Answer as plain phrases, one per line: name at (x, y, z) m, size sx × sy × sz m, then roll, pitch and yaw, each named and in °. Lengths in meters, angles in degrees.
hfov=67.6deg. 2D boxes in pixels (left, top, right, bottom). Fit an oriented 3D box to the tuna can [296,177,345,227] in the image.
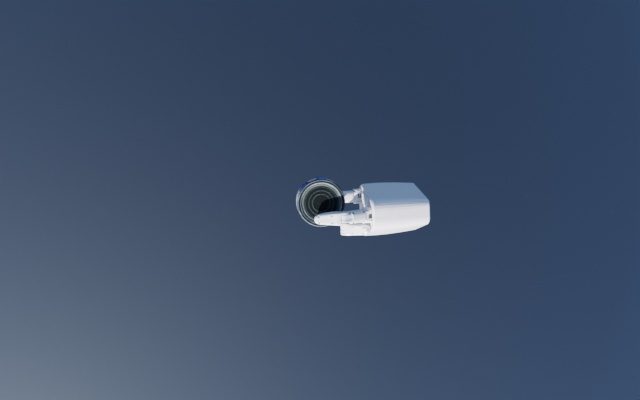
tuna can at (0.000, 0.003, 0.843) m, size 0.086 × 0.086 × 0.033 m, roll 0°, pitch 9°, yaw -5°
